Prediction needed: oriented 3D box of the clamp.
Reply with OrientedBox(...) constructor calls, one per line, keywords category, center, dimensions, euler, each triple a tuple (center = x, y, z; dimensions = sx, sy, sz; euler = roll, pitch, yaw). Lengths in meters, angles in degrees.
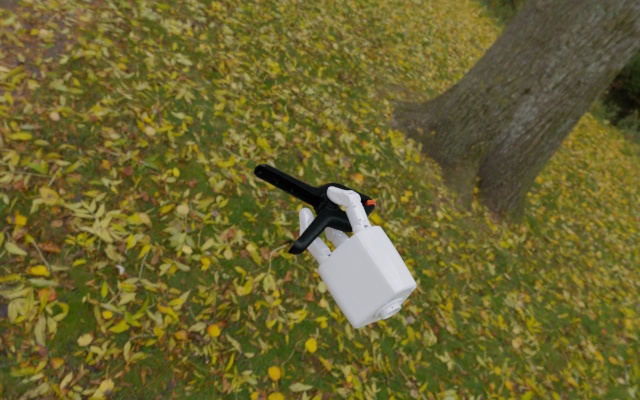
OrientedBox(category="clamp", center=(0.001, 0.002, 0.761), dimensions=(0.210, 0.164, 0.036), euler=(-7, -35, -42))
